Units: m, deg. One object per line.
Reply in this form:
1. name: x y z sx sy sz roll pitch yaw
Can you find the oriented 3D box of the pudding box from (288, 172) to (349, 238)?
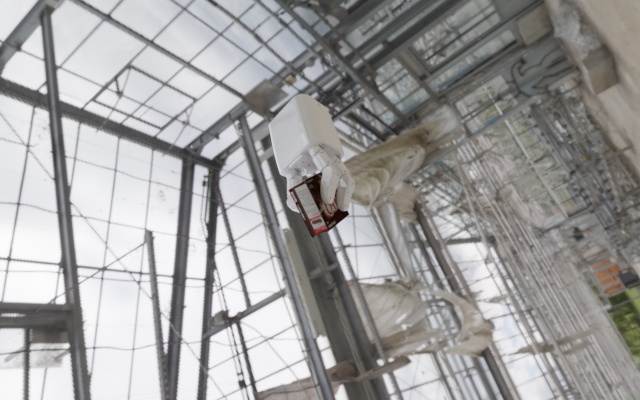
1. pudding box: 0.000 0.003 0.796 0.039 0.090 0.113 -25 3 26
